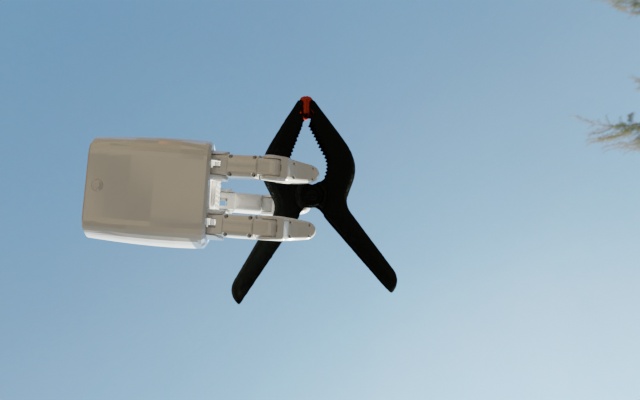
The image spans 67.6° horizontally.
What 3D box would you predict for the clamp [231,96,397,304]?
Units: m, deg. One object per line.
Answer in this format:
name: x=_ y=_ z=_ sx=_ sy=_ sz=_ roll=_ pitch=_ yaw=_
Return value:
clamp: x=0.000 y=0.001 z=0.484 sx=0.164 sy=0.210 sz=0.036 roll=4 pitch=-6 yaw=-8
